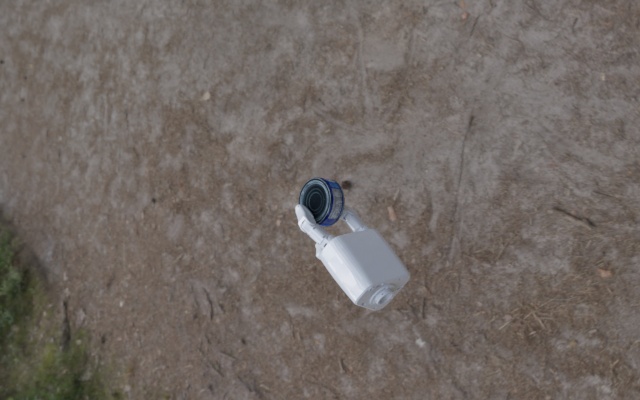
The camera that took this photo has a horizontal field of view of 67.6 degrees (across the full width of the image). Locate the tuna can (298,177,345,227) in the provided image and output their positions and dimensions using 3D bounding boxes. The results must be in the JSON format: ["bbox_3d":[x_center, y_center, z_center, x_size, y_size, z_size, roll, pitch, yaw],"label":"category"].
[{"bbox_3d":[0.000,0.003,0.839,0.034,0.086,0.086,7,-5,-43],"label":"tuna can"}]
